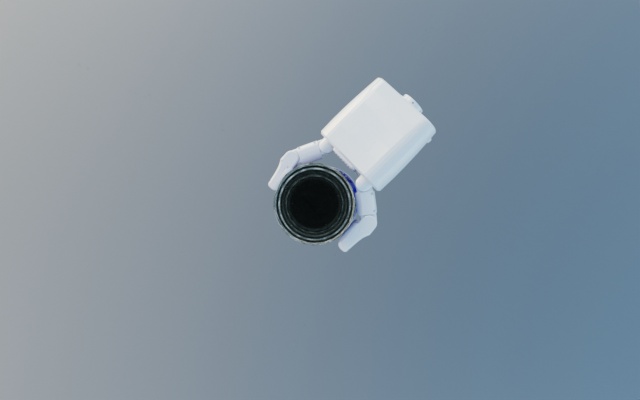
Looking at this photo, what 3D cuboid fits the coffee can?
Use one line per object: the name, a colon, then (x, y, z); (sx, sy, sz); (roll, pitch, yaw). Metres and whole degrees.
coffee can: (0.000, 0.002, 0.658); (0.103, 0.103, 0.140); (0, 2, 7)
